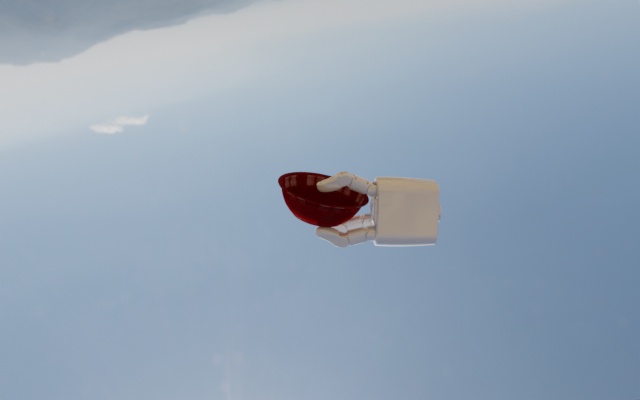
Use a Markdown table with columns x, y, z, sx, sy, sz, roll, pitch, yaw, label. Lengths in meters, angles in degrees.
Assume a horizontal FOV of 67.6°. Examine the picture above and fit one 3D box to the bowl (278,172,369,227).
| x | y | z | sx | sy | sz | roll | pitch | yaw | label |
| --- | --- | --- | --- | --- | --- | --- | --- | --- | --- |
| -0.001 | 0.003 | 0.836 | 0.162 | 0.055 | 0.162 | 12 | 20 | -5 | bowl |
